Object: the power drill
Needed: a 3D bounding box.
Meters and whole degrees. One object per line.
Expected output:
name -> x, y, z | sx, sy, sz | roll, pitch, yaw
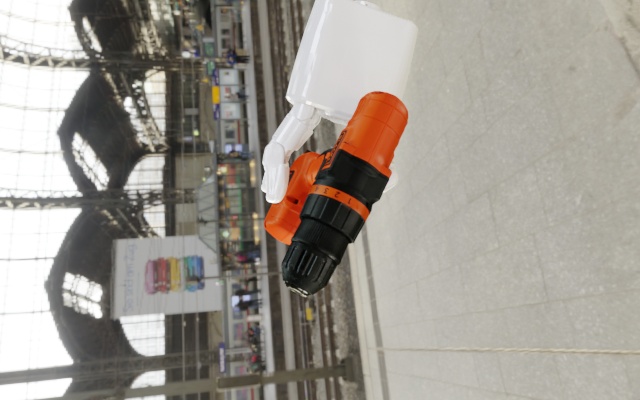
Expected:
power drill -> 0.000, 0.001, 0.455 | 0.057, 0.184, 0.187 | 32, -16, -13
